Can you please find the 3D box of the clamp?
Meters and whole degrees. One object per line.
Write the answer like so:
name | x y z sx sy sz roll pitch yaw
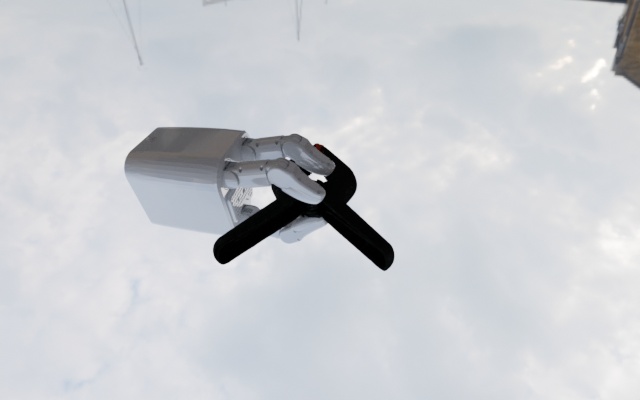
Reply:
clamp | 0.000 0.002 0.502 0.164 0.036 0.209 6 35 9
